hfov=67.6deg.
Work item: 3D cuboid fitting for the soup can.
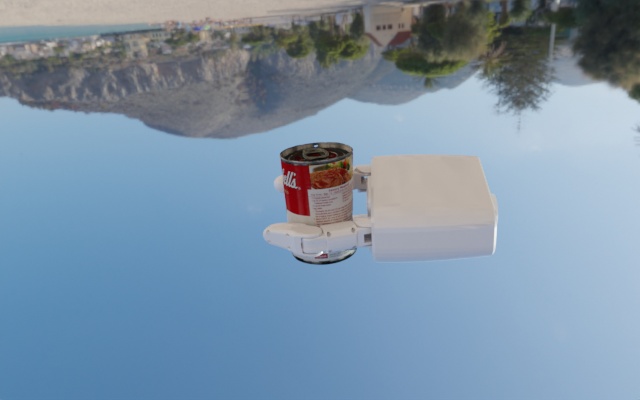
[{"bbox_3d":[0.000,0.002,0.458,0.068,0.102,0.068,-4,21,2],"label":"soup can"}]
